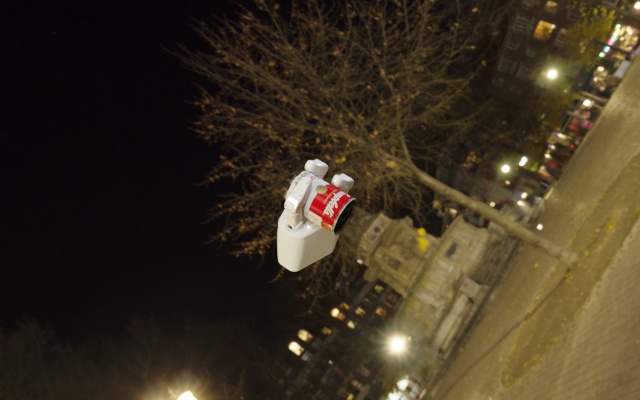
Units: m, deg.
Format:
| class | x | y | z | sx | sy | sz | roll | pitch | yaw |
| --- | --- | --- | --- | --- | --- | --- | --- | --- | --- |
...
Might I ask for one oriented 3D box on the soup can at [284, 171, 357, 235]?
| class | x | y | z | sx | sy | sz | roll | pitch | yaw |
| --- | --- | --- | --- | --- | --- | --- | --- | --- | --- |
| soup can | 0.000 | 0.002 | 0.785 | 0.102 | 0.068 | 0.068 | 31 | 12 | 20 |
